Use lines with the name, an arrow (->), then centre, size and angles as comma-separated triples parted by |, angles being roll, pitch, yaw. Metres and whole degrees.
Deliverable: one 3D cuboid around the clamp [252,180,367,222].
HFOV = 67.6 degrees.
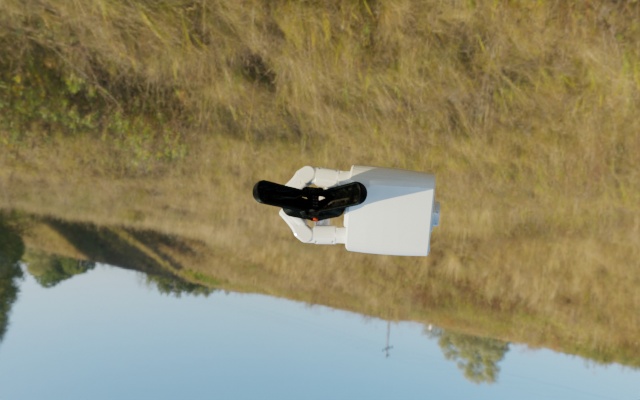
clamp -> 0.000, 0.002, 0.569 | 0.120, 0.039, 0.171 | 5, -6, 11
